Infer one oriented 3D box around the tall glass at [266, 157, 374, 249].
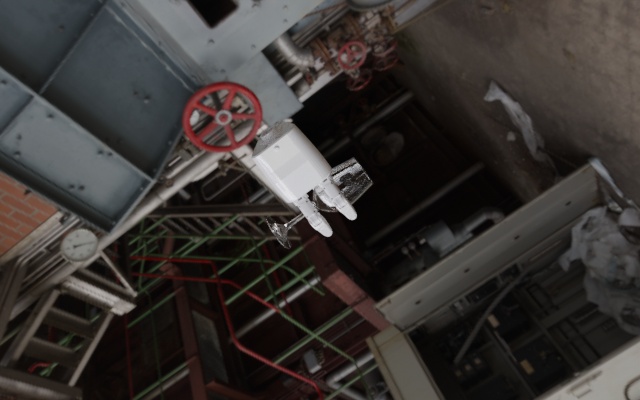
[{"bbox_3d":[0.000,0.003,0.889,0.201,0.079,0.079,-36,-6,8],"label":"tall glass"}]
